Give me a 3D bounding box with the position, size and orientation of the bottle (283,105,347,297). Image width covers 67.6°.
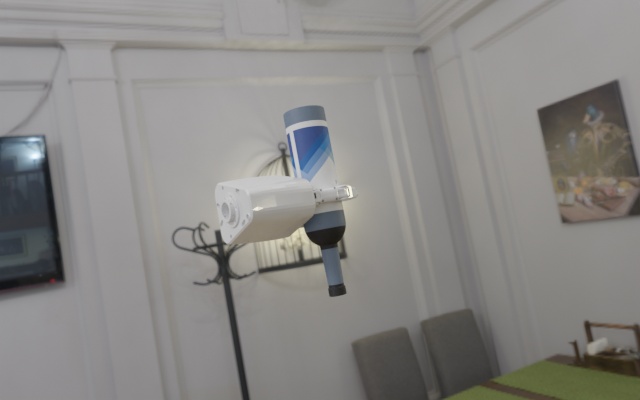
[{"bbox_3d":[0.000,0.002,0.751,0.069,0.295,0.069,-11,-5,-1],"label":"bottle"}]
